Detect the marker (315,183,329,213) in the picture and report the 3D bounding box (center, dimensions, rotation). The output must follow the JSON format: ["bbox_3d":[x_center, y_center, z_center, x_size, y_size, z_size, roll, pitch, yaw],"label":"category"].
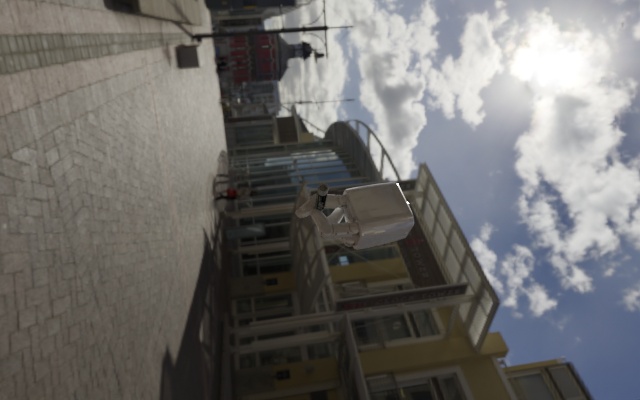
[{"bbox_3d":[0.000,0.003,0.864,0.020,0.020,0.121,0,-25,-5],"label":"marker"}]
